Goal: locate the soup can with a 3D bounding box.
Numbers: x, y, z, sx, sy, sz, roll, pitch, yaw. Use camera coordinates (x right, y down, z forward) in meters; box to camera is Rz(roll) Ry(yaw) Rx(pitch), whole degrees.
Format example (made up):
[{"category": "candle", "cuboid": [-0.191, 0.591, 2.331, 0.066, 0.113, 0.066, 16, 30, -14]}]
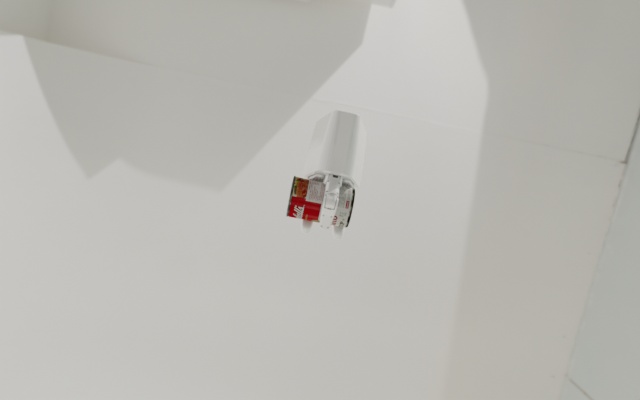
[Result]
[{"category": "soup can", "cuboid": [0.000, 0.003, 0.781, 0.102, 0.068, 0.068, 11, -1, -2]}]
